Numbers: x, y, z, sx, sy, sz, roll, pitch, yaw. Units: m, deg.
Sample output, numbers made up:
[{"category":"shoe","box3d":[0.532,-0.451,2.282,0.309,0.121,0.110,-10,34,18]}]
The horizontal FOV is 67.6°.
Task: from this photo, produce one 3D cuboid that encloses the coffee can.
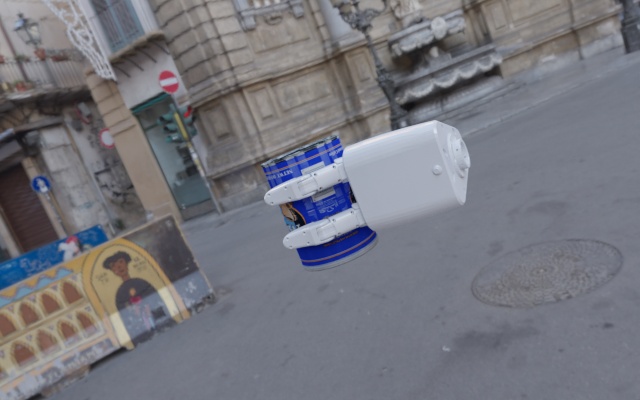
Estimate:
[{"category":"coffee can","box3d":[0.000,0.002,0.591,0.103,0.140,0.103,-21,9,4]}]
